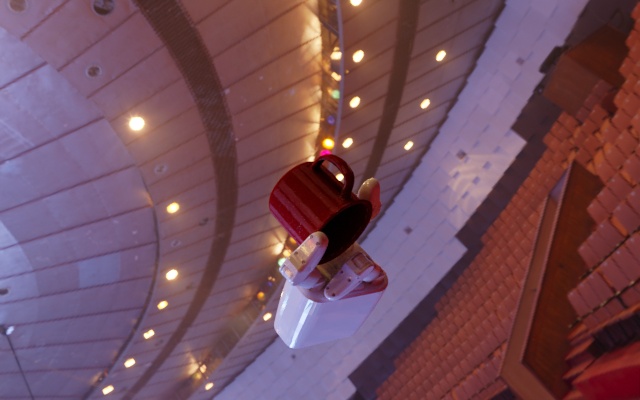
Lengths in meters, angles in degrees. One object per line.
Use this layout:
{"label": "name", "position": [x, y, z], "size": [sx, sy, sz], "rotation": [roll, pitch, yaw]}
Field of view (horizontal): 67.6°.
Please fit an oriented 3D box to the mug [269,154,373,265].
{"label": "mug", "position": [0.000, 0.001, 0.520], "size": [0.093, 0.117, 0.081], "rotation": [-19, 52, -40]}
